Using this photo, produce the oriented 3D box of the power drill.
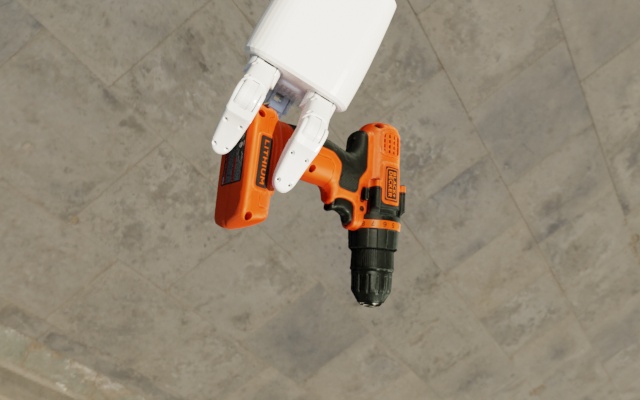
[{"bbox_3d":[0.000,0.001,0.439,0.188,0.184,0.057,13,-16,-37],"label":"power drill"}]
